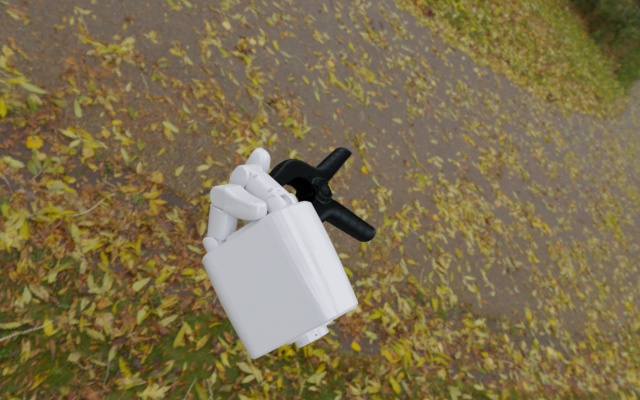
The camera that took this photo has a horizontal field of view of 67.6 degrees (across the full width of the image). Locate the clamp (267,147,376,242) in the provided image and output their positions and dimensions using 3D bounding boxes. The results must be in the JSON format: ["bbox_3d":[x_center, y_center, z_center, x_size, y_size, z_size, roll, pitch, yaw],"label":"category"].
[{"bbox_3d":[0.000,0.001,0.531,0.171,0.120,0.039,-15,-15,-48],"label":"clamp"}]
